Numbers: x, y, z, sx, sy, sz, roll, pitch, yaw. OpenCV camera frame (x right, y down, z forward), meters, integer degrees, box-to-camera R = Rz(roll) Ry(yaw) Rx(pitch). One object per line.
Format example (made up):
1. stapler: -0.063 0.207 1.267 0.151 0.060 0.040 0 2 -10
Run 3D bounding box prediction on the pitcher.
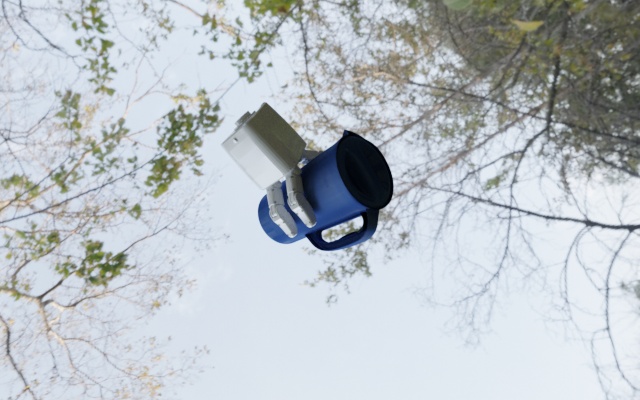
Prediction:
1. pitcher: 0.000 0.003 0.835 0.243 0.145 0.149 -29 22 42
